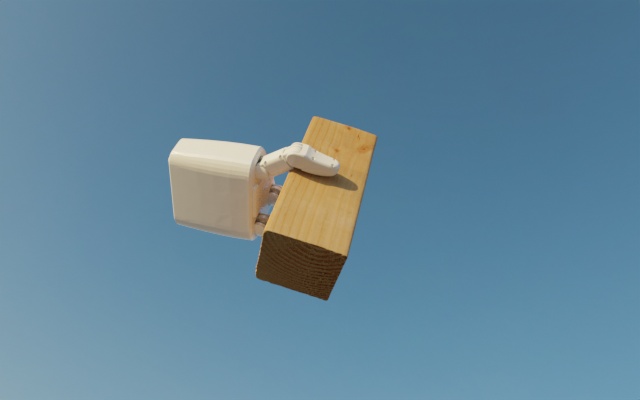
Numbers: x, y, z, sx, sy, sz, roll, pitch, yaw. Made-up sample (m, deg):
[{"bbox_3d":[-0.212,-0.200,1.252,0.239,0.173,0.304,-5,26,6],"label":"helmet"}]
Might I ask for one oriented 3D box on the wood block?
[{"bbox_3d":[0.000,0.001,0.577,0.090,0.206,0.091,18,-44,0],"label":"wood block"}]
